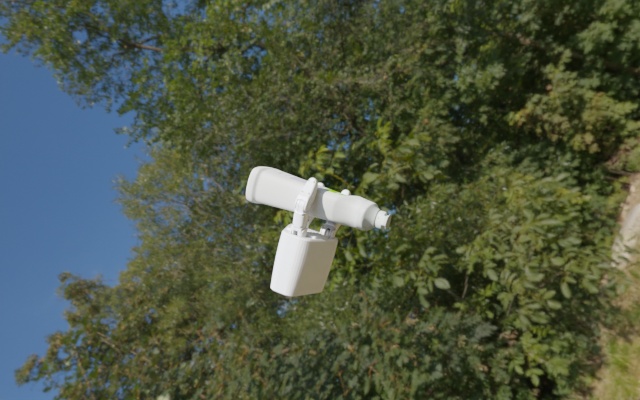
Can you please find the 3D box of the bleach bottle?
[{"bbox_3d":[0.000,0.003,0.847,0.251,0.068,0.102,17,9,21],"label":"bleach bottle"}]
